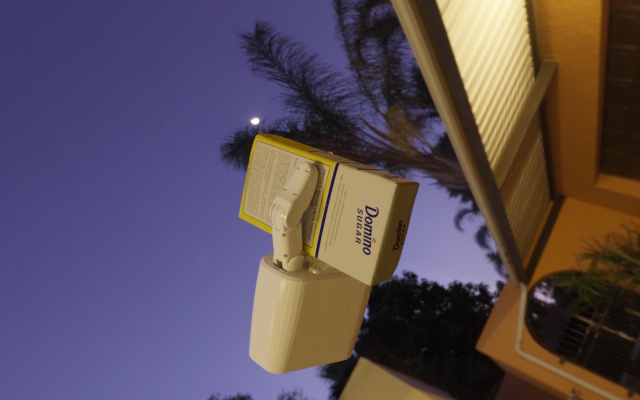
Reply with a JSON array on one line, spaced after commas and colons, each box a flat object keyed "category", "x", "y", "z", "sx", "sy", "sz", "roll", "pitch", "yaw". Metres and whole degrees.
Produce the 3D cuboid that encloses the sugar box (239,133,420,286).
[{"category": "sugar box", "x": 0.000, "y": 0.002, "z": 0.454, "sx": 0.176, "sy": 0.093, "sz": 0.048, "roll": 23, "pitch": 17, "yaw": 35}]
